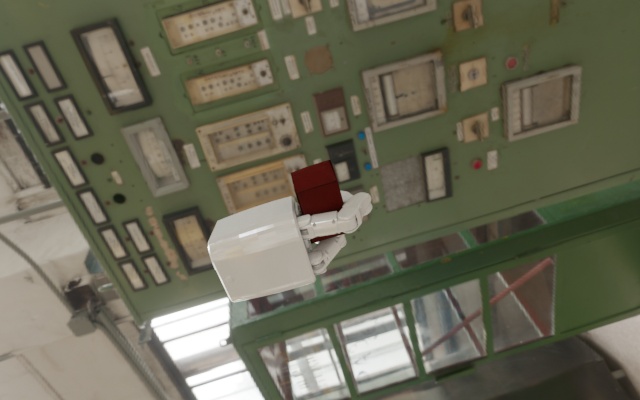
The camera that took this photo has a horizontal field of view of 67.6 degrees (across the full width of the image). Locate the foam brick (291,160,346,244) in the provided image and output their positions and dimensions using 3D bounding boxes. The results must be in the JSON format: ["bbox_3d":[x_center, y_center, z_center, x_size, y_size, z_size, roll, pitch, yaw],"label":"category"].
[{"bbox_3d":[0.000,0.002,0.572,0.051,0.078,0.053,-16,32,0],"label":"foam brick"}]
